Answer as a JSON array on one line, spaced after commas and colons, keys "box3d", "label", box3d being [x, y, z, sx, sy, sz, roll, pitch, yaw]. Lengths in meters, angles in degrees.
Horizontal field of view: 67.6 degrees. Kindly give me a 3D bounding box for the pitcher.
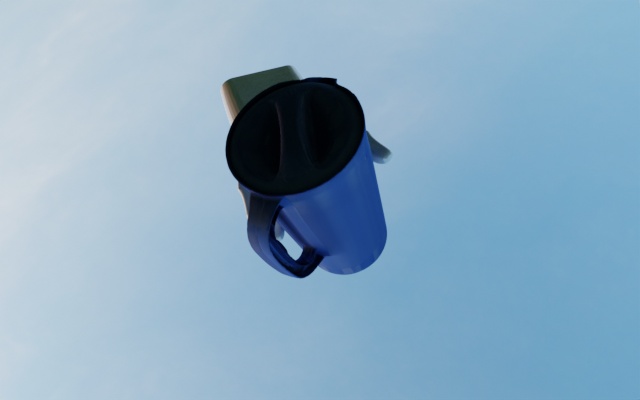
[{"box3d": [0.000, 0.002, 0.525, 0.149, 0.145, 0.243, -29, -33, 0], "label": "pitcher"}]
